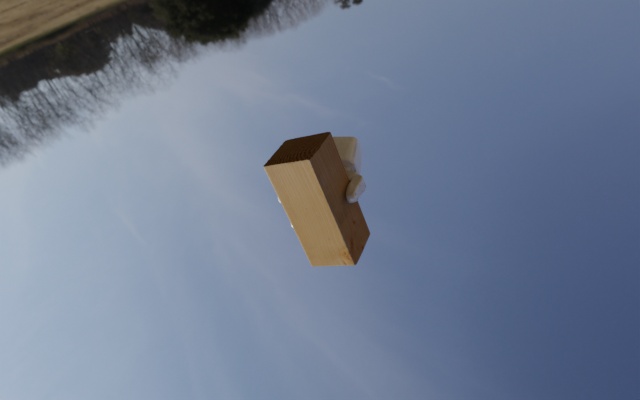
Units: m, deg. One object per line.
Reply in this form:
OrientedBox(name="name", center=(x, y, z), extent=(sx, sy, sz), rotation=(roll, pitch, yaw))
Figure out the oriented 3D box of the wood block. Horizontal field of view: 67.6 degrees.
OrientedBox(name="wood block", center=(0.001, 0.002, 0.794), extent=(0.091, 0.206, 0.090), rotation=(-7, 32, 30))
